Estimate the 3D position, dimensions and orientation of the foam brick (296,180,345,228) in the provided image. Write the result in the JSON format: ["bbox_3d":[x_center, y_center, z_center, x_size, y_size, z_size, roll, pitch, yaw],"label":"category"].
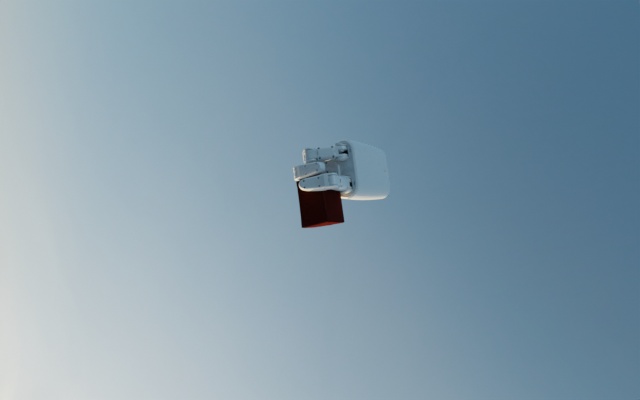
[{"bbox_3d":[0.000,0.003,0.768,0.053,0.078,0.051,-12,-10,33],"label":"foam brick"}]
